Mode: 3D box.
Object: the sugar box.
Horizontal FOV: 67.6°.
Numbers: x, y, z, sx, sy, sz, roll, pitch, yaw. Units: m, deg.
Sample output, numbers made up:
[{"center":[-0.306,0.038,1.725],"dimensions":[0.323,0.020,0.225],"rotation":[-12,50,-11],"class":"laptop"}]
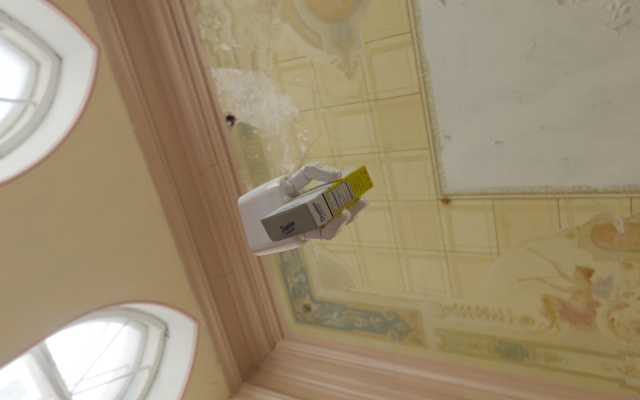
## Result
[{"center":[0.000,0.003,0.721],"dimensions":[0.093,0.048,0.176],"rotation":[-20,11,38],"class":"sugar box"}]
